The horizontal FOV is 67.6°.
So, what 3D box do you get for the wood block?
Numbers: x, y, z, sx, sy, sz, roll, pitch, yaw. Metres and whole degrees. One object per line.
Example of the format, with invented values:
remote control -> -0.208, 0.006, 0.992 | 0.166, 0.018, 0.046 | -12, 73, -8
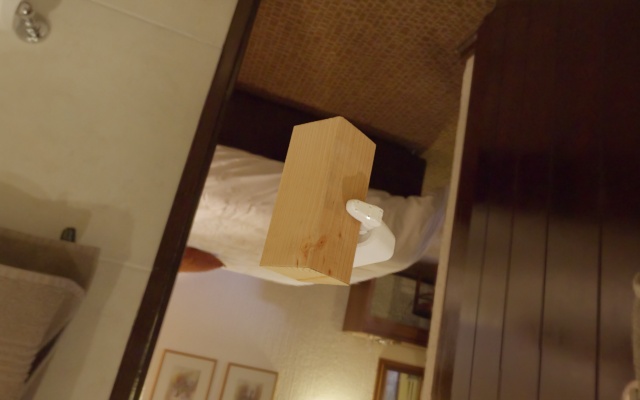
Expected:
wood block -> 0.001, 0.002, 0.651 | 0.091, 0.206, 0.090 | -4, -24, 40
